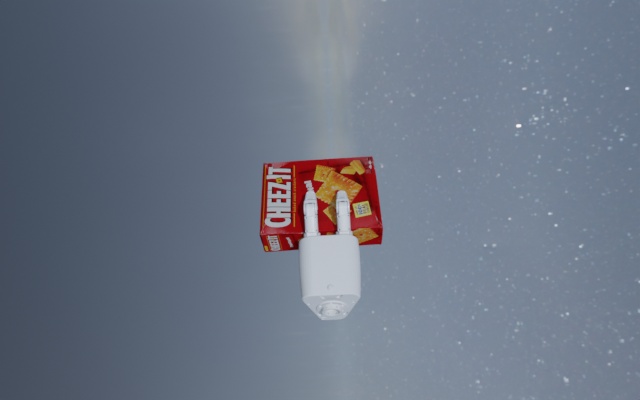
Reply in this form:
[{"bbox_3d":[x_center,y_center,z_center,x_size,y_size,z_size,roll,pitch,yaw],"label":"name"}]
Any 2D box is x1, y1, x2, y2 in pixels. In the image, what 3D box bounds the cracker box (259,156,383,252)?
[{"bbox_3d":[0.000,0.003,0.879,0.214,0.164,0.072,-3,-36,2],"label":"cracker box"}]
